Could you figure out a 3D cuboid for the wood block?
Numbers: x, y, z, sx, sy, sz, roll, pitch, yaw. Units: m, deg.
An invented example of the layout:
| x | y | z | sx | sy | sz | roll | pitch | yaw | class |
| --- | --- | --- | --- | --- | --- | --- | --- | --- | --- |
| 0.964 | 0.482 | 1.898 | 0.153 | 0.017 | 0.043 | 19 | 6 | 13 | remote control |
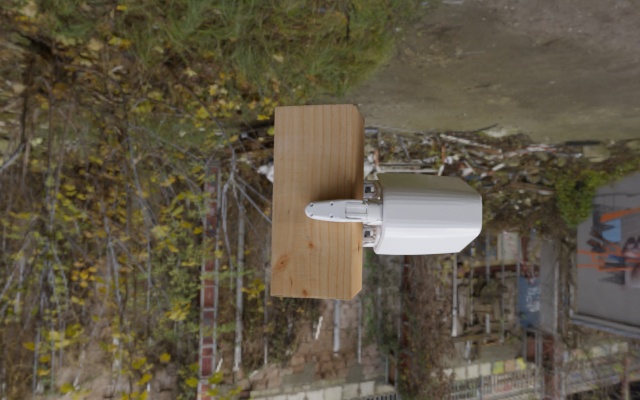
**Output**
| x | y | z | sx | sy | sz | roll | pitch | yaw | class |
| --- | --- | --- | --- | --- | --- | --- | --- | --- | --- |
| 0.000 | 0.002 | 0.548 | 0.090 | 0.206 | 0.091 | 1 | -3 | 13 | wood block |
